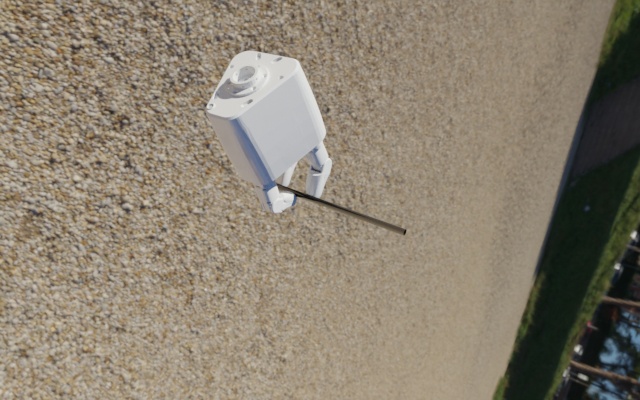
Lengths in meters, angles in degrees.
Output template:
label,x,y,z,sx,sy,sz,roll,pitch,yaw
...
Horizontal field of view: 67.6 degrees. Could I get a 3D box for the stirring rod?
label,x,y,z,sx,sy,sz,roll,pitch,yaw
stirring rod,0.000,0.002,0.617,0.239,0.011,0.011,20,10,29
